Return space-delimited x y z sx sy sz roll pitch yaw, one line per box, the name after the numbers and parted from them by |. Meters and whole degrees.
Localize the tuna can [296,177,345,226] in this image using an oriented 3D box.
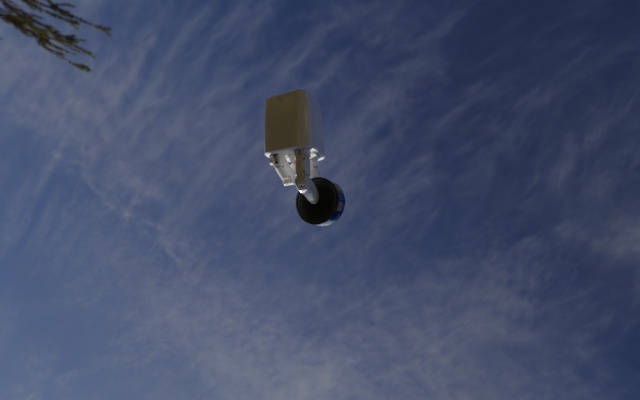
0.000 0.003 0.859 0.086 0.086 0.034 0 -9 29 | tuna can
